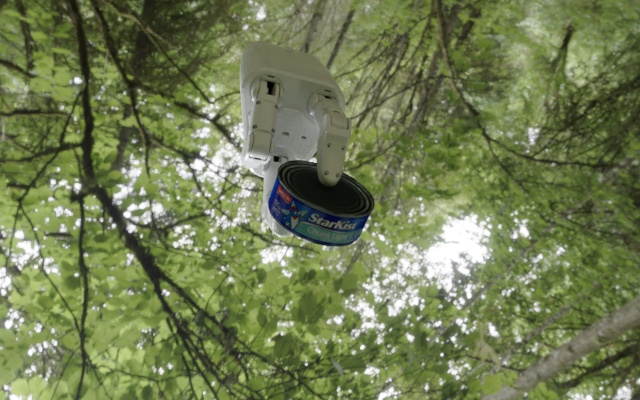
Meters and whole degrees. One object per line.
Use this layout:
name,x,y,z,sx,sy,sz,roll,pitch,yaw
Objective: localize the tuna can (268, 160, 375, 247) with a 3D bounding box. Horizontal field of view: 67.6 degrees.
tuna can,0.000,0.002,0.402,0.086,0.034,0.086,18,26,-9
